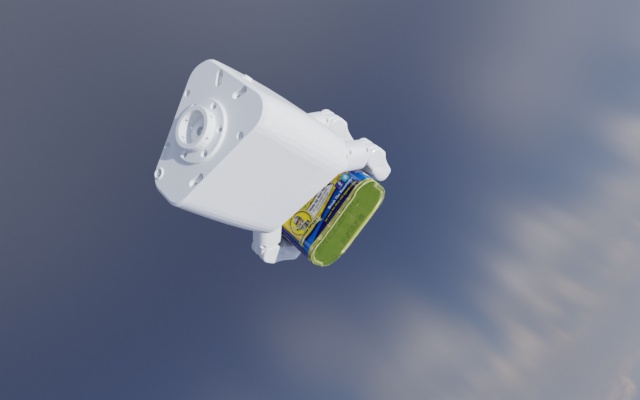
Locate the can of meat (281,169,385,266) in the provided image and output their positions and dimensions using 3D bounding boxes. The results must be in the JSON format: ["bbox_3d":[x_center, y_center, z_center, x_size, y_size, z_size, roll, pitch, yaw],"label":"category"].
[{"bbox_3d":[0.000,0.002,0.467,0.084,0.102,0.057,39,6,34],"label":"can of meat"}]
